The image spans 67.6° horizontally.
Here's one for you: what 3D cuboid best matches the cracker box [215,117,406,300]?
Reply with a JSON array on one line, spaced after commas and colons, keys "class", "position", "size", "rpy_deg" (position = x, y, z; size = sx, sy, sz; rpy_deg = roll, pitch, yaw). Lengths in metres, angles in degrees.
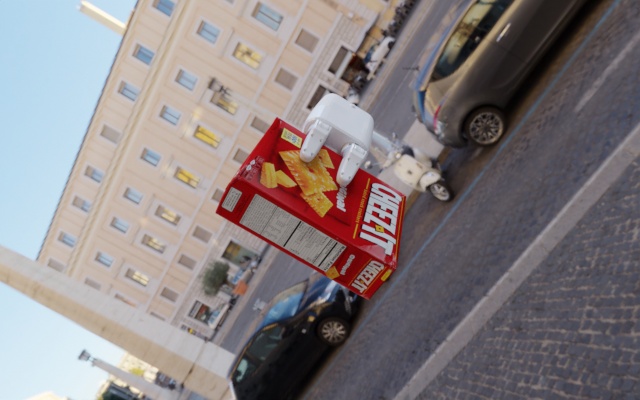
[{"class": "cracker box", "position": [0.000, 0.002, 0.607], "size": [0.214, 0.072, 0.164], "rpy_deg": [30, 35, -6]}]
